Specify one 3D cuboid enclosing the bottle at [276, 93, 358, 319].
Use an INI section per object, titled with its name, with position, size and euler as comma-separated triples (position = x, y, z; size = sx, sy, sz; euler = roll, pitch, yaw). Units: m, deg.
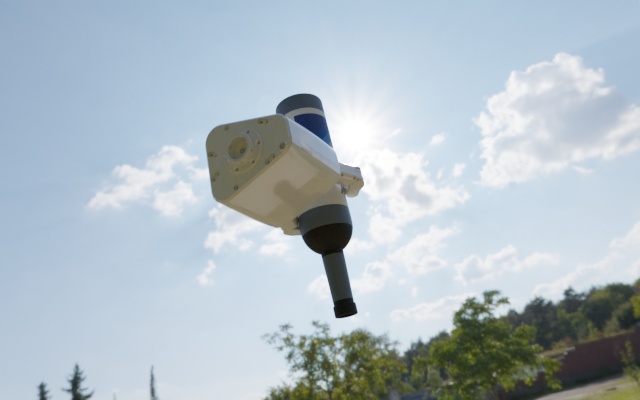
[bottle]
position = 0.000, 0.002, 0.612
size = 0.069, 0.295, 0.069
euler = -11, -23, -5
